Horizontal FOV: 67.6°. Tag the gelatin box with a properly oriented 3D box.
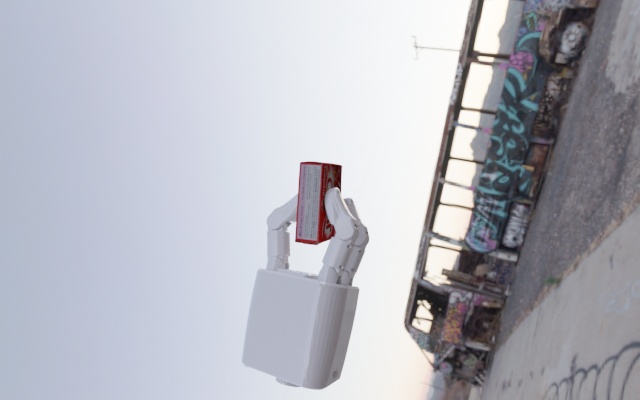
[{"bbox_3d":[0.000,0.001,0.537,0.030,0.089,0.073,4,3,19],"label":"gelatin box"}]
